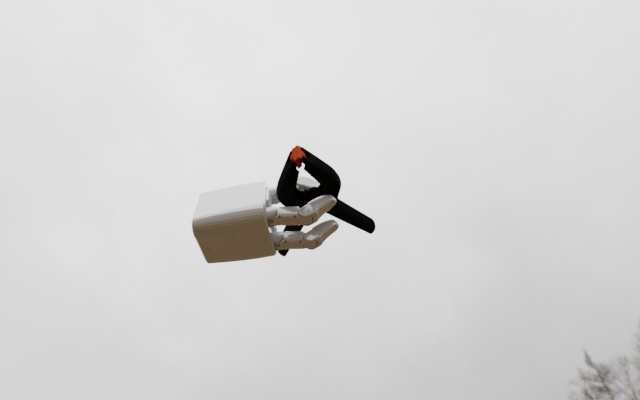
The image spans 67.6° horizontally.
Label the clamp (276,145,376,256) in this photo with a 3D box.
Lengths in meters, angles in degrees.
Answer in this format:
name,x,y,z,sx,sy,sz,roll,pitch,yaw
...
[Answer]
name,x,y,z,sx,sy,sz,roll,pitch,yaw
clamp,0.000,0.001,0.718,0.164,0.036,0.210,-11,-44,-2
